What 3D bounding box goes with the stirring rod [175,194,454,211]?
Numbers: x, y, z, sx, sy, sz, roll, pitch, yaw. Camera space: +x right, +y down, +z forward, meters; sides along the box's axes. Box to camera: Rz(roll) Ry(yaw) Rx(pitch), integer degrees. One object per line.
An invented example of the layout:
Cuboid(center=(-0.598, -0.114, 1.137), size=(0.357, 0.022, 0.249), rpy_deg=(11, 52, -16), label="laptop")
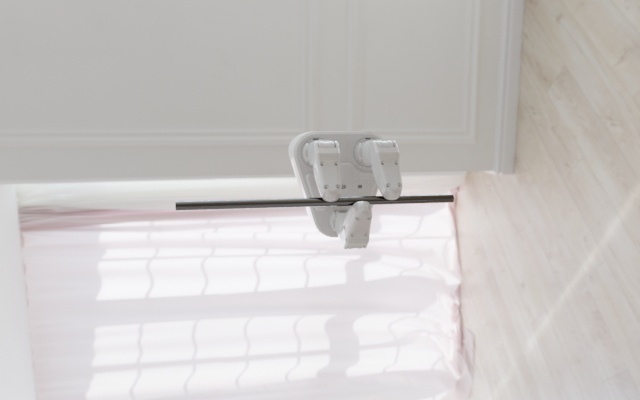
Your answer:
Cuboid(center=(0.000, 0.001, 0.411), size=(0.239, 0.011, 0.011), rpy_deg=(-2, 0, -9), label="stirring rod")
